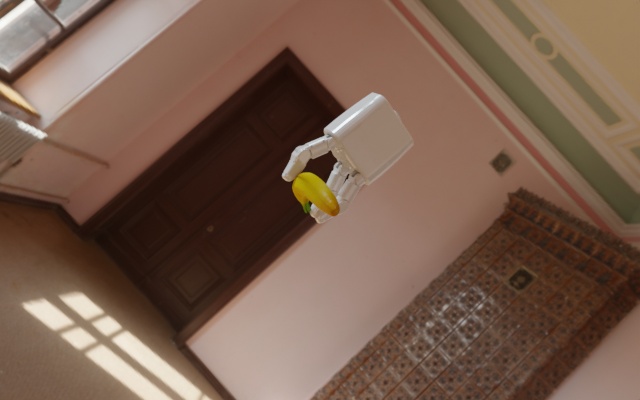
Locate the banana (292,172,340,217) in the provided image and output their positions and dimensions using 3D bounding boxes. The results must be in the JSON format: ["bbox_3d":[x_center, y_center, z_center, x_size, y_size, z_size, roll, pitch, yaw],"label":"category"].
[{"bbox_3d":[-0.012,-0.012,0.739,0.037,0.069,0.198,-38,8,-8],"label":"banana"}]
